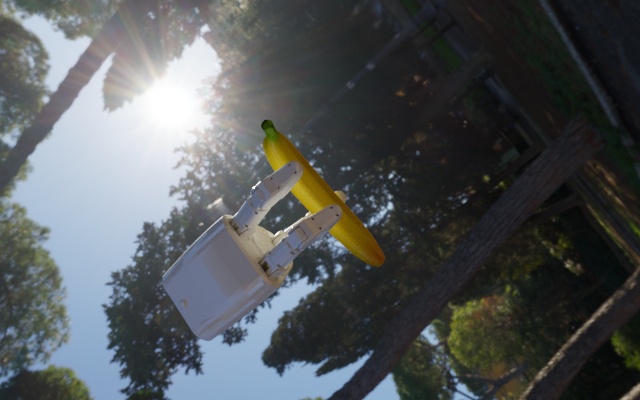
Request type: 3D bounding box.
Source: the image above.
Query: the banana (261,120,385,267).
[{"bbox_3d":[-0.003,-0.004,0.528,0.037,0.198,0.069,-41,10,3],"label":"banana"}]
